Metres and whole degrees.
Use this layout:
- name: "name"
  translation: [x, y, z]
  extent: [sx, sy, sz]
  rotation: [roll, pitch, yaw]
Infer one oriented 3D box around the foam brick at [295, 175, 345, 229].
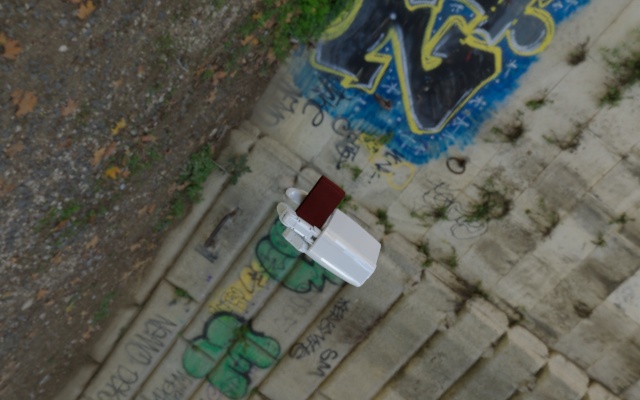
- name: "foam brick"
  translation: [0.000, 0.002, 0.811]
  extent: [0.051, 0.078, 0.053]
  rotation: [37, 9, -1]
